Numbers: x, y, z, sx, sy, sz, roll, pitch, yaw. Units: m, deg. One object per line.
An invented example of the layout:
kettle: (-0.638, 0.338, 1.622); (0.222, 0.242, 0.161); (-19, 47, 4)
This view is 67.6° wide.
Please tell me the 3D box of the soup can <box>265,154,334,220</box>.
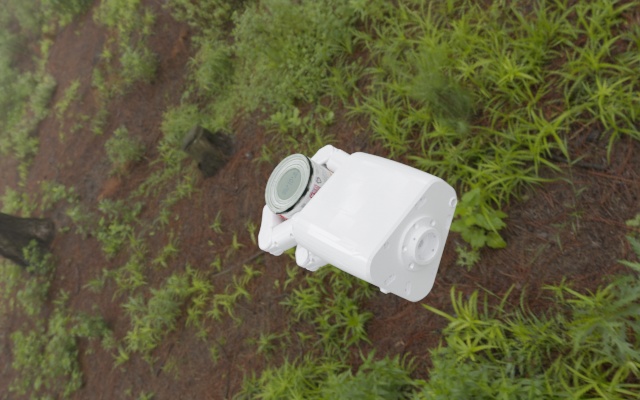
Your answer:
soup can: (0.000, 0.001, 0.511); (0.068, 0.068, 0.102); (0, -23, 47)
